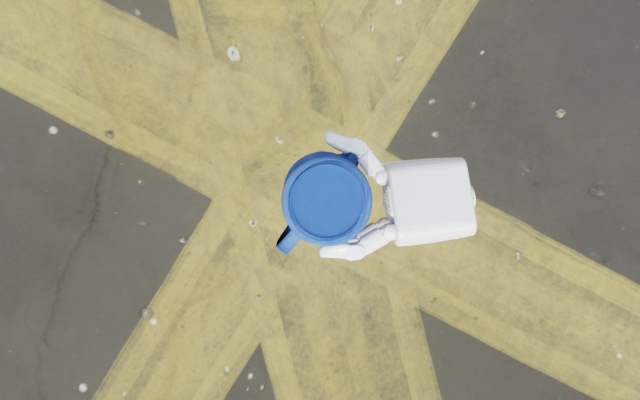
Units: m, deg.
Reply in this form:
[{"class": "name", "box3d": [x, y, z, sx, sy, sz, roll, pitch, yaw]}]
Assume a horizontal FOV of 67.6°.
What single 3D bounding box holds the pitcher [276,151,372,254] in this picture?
[{"class": "pitcher", "box3d": [0.000, 0.002, 0.671, 0.145, 0.149, 0.243, -5, 4, 0]}]
